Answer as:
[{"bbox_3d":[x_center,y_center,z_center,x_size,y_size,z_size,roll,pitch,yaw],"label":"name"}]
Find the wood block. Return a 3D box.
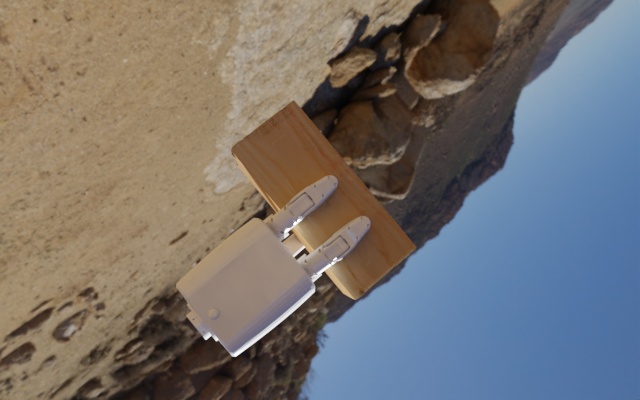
[{"bbox_3d":[0.000,0.002,0.548,0.090,0.206,0.091,-39,-1,-8],"label":"wood block"}]
